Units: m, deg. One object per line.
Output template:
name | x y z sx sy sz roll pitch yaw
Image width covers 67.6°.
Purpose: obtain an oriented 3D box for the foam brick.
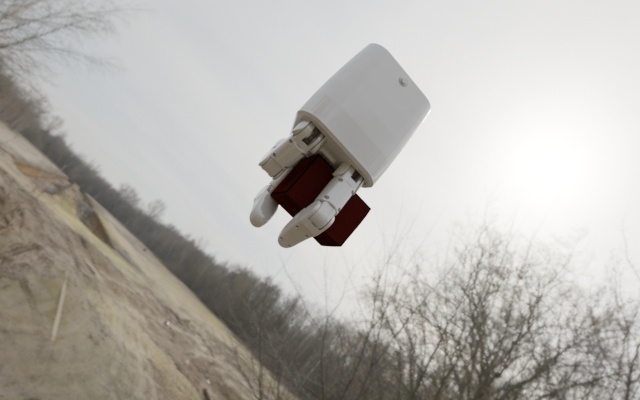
foam brick | 0.000 0.002 0.469 0.078 0.051 0.053 46 -18 -15
